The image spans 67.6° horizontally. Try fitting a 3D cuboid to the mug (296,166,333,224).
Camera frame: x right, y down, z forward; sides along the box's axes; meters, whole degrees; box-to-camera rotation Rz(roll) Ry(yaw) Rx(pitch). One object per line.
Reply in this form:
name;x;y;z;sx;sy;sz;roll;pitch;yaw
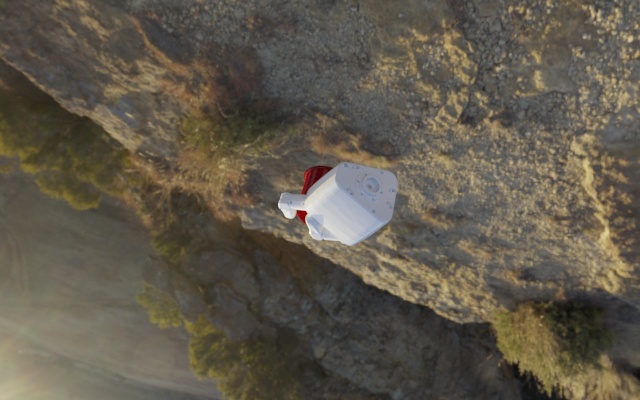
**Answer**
mug;-0.001;0.003;0.857;0.093;0.081;0.117;25;-32;-15
